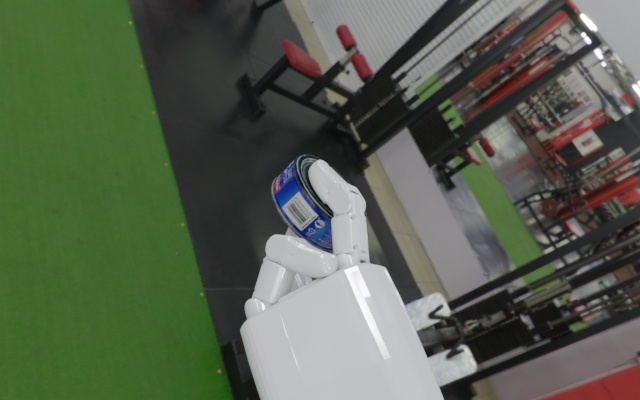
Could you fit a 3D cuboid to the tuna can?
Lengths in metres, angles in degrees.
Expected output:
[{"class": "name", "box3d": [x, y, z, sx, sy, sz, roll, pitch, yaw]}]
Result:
[{"class": "tuna can", "box3d": [0.000, 0.001, 0.419, 0.034, 0.086, 0.086, -42, -21, 25]}]
